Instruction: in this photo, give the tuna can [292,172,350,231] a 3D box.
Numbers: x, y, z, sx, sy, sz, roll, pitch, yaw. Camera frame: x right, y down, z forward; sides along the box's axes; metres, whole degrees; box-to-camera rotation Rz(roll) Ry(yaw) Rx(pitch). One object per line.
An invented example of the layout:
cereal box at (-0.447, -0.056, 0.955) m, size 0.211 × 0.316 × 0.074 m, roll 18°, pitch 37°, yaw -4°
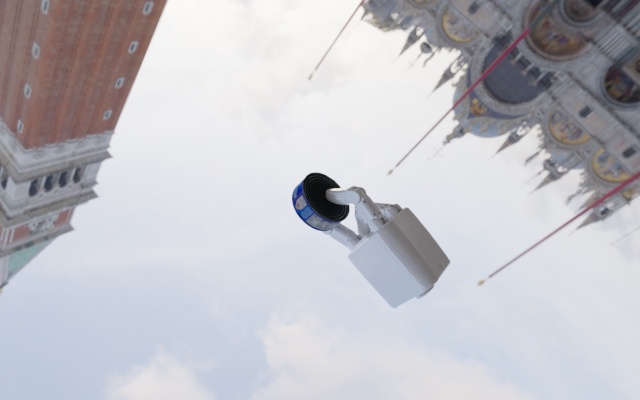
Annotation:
tuna can at (0.000, 0.003, 0.710) m, size 0.086 × 0.086 × 0.034 m, roll 0°, pitch -32°, yaw -44°
